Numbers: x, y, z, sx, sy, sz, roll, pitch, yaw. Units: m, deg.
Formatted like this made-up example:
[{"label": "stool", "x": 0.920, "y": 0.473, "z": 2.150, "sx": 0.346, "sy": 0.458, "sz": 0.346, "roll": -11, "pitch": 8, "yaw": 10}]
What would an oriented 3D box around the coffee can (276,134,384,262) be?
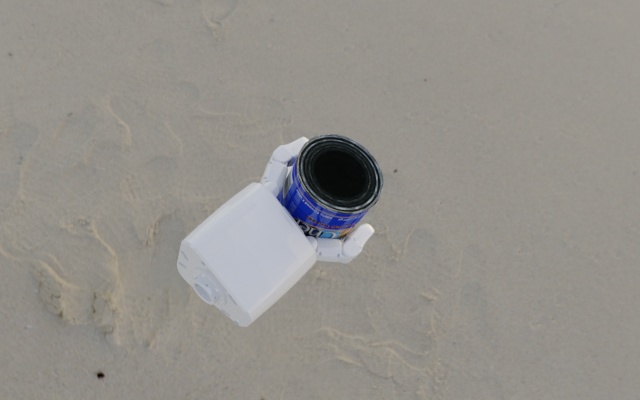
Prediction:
[{"label": "coffee can", "x": 0.000, "y": 0.002, "z": 0.579, "sx": 0.103, "sy": 0.102, "sz": 0.140, "roll": 0, "pitch": -28, "yaw": -21}]
